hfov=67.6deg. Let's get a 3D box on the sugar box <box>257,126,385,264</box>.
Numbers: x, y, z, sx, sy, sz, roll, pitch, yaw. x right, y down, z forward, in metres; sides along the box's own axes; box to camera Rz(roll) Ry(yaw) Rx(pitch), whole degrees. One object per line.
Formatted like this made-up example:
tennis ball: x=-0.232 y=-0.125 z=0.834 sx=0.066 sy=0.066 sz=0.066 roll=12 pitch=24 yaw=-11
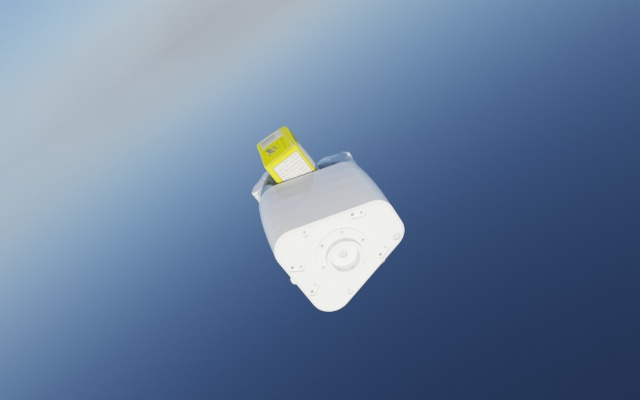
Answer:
sugar box: x=0.000 y=0.002 z=0.547 sx=0.048 sy=0.176 sz=0.093 roll=-35 pitch=24 yaw=3
